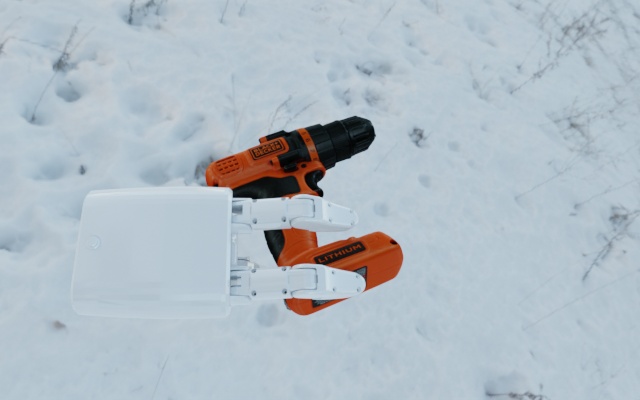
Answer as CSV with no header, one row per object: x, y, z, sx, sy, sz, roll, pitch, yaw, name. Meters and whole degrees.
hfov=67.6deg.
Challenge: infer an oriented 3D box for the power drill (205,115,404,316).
0.000,0.002,0.452,0.184,0.187,0.057,-22,-40,-11,power drill
